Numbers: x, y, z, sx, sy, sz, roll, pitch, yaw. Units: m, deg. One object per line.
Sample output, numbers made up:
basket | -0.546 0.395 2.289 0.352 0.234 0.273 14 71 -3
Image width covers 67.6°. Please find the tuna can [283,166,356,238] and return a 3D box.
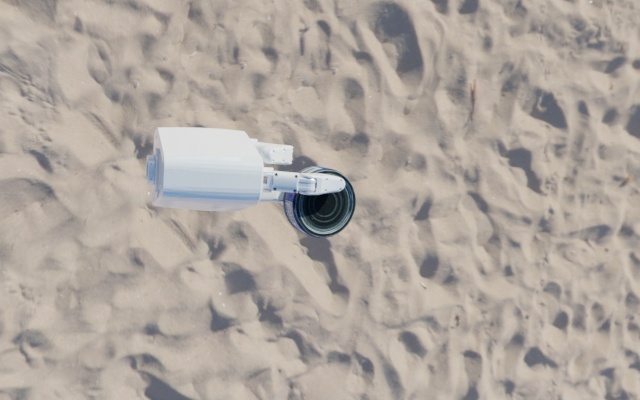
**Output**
tuna can | 0.000 0.002 0.583 0.086 0.086 0.033 0 8 -27
